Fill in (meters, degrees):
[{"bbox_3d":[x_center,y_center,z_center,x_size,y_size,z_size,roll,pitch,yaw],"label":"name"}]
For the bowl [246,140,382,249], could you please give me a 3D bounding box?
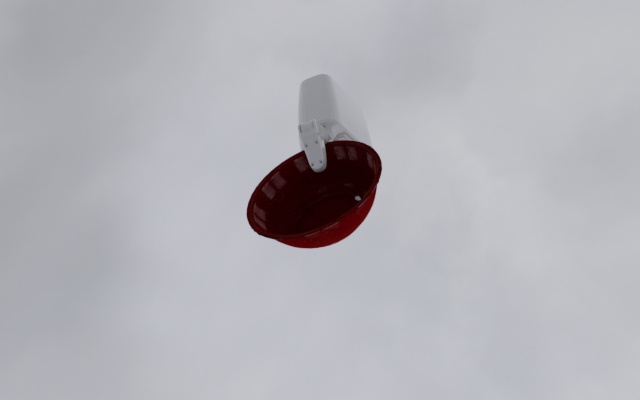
[{"bbox_3d":[0.000,0.003,0.540,0.162,0.055,0.162,-18,36,14],"label":"bowl"}]
